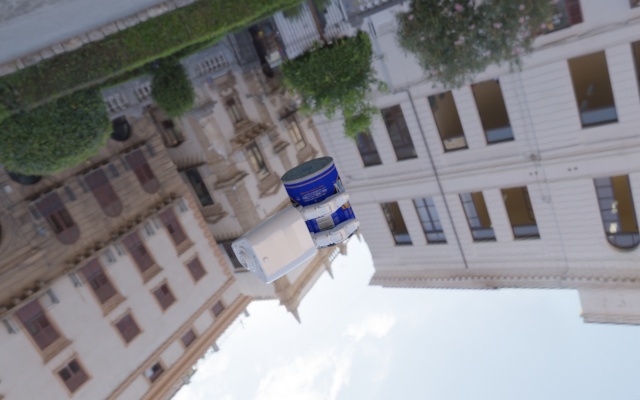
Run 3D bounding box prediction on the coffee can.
[{"bbox_3d":[0.000,0.003,0.886,0.103,0.140,0.102,-20,18,7],"label":"coffee can"}]
